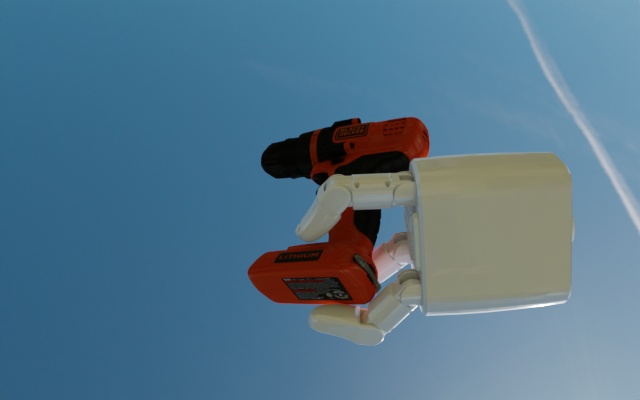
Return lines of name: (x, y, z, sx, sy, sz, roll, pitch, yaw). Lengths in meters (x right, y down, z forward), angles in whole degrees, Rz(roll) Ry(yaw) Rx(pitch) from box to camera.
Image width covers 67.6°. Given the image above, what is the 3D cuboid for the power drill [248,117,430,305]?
power drill: (0.000, 0.002, 0.443, 0.184, 0.187, 0.057, -7, -42, 30)
